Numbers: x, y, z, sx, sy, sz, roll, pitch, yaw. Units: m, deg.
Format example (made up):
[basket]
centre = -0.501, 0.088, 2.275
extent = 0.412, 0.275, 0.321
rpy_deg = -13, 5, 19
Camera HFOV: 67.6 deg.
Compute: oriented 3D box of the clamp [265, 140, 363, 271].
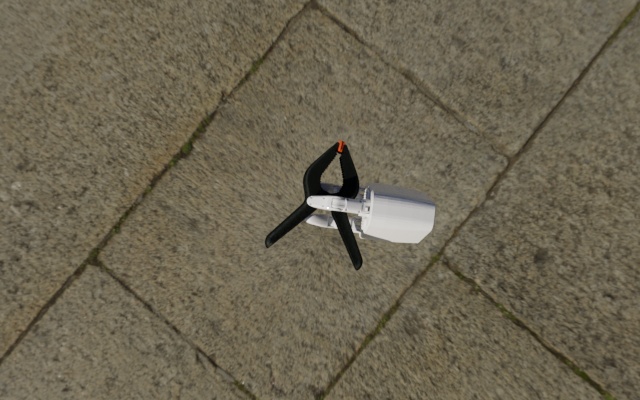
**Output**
[clamp]
centre = 0.001, 0.002, 0.791
extent = 0.164, 0.210, 0.036
rpy_deg = 8, -4, -6
